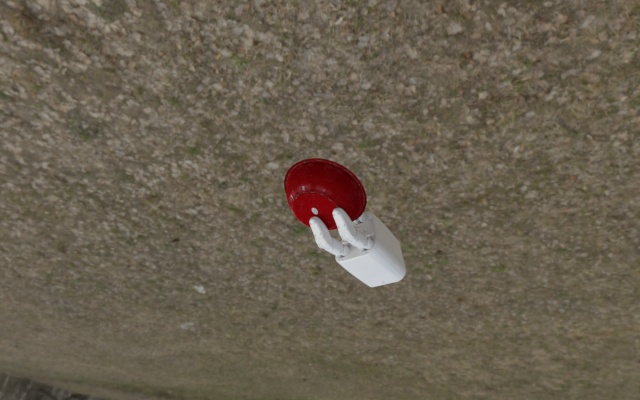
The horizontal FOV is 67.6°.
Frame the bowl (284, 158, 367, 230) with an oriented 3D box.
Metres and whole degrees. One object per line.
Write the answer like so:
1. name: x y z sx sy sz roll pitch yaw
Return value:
1. bowl: -0.001 0.002 0.873 0.162 0.162 0.055 0 40 23
